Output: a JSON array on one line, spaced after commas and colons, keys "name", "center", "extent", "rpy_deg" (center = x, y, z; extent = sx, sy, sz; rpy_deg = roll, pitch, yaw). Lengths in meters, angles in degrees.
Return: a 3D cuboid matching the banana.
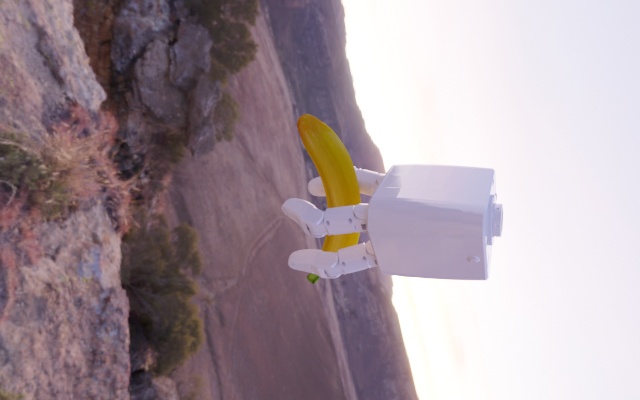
[{"name": "banana", "center": [0.014, -0.001, 0.517], "extent": [0.069, 0.198, 0.037], "rpy_deg": [-24, 32, -37]}]
